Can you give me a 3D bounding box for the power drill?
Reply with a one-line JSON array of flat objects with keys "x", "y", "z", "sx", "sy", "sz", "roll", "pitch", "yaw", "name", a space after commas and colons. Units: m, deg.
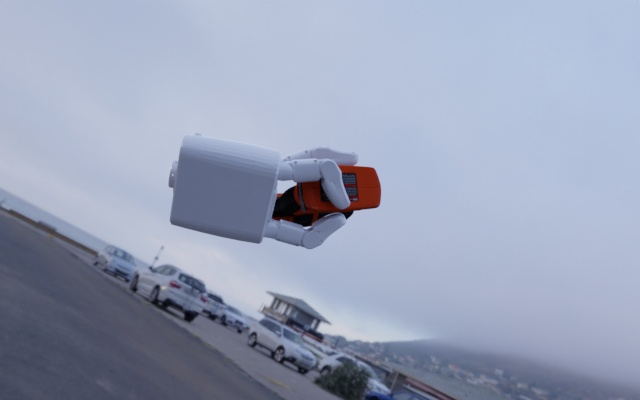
[{"x": 0.000, "y": 0.002, "z": 0.647, "sx": 0.184, "sy": 0.057, "sz": 0.188, "roll": -3, "pitch": -11, "yaw": -28, "name": "power drill"}]
